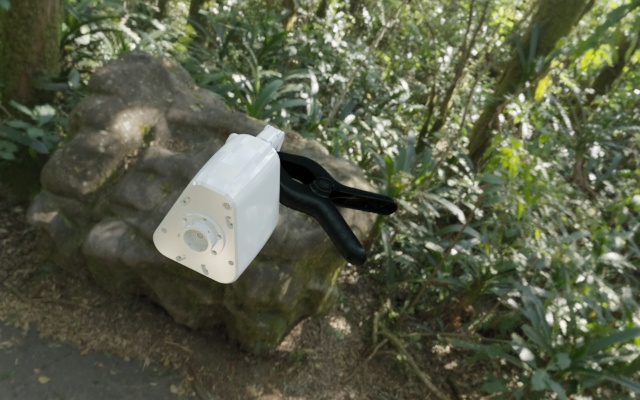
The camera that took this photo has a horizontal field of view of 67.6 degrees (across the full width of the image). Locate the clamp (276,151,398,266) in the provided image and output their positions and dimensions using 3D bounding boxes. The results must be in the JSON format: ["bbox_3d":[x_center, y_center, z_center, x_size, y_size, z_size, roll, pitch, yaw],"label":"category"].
[{"bbox_3d":[0.000,0.001,0.537,0.171,0.039,0.120,25,34,2],"label":"clamp"}]
